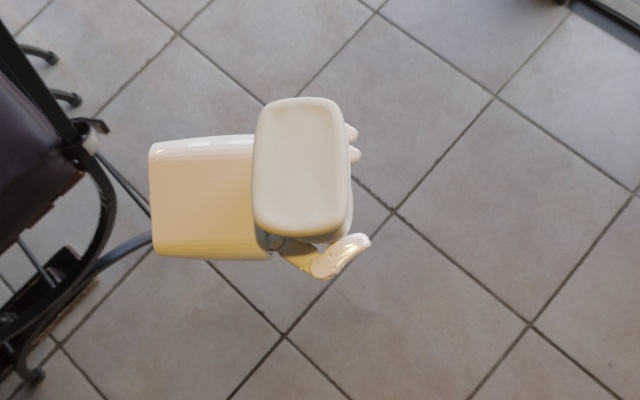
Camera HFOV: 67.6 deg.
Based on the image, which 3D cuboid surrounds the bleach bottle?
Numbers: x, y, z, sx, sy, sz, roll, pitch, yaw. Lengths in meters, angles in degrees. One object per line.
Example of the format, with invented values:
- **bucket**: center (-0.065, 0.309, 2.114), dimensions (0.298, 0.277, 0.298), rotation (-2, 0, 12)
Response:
- **bleach bottle**: center (0.000, 0.001, 0.440), dimensions (0.068, 0.102, 0.251), rotation (-2, -13, 7)
